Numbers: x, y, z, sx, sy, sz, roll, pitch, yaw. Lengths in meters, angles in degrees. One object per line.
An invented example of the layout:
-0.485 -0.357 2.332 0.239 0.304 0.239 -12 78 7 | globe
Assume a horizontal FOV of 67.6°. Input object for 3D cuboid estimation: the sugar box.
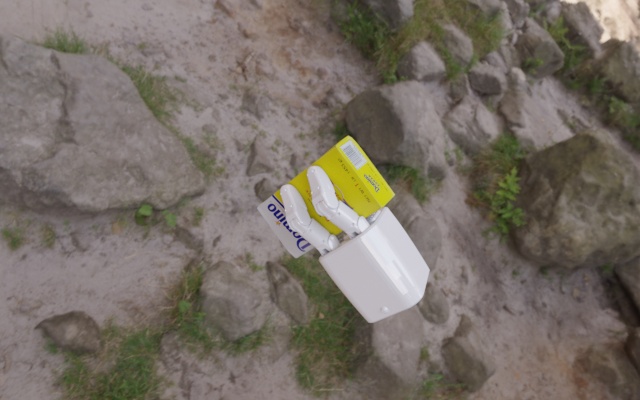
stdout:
0.000 0.002 0.618 0.176 0.093 0.048 -36 1 39 | sugar box
